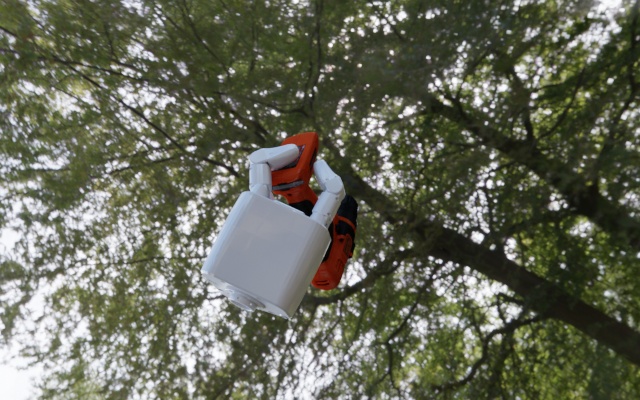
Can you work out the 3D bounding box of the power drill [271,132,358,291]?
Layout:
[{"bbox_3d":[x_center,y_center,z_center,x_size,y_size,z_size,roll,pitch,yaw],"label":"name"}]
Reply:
[{"bbox_3d":[0.000,0.002,0.668,0.057,0.188,0.184,-12,34,23],"label":"power drill"}]
